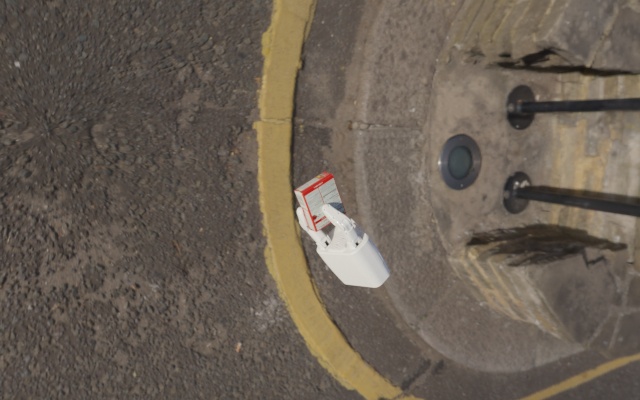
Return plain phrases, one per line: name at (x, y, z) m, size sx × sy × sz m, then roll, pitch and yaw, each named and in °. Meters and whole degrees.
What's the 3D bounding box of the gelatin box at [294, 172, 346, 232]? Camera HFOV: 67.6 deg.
gelatin box at (0.000, 0.003, 0.882) m, size 0.073 × 0.089 × 0.030 m, roll -33°, pitch 30°, yaw -24°
